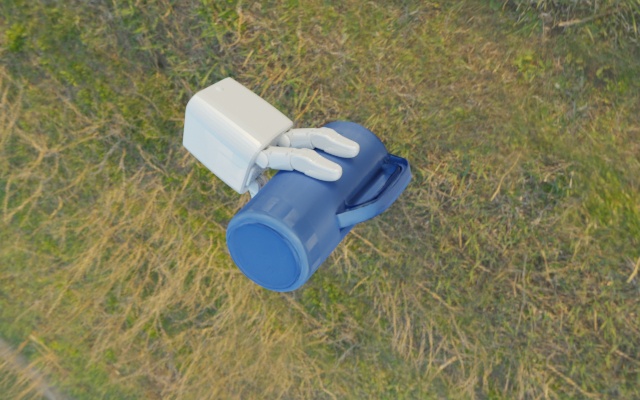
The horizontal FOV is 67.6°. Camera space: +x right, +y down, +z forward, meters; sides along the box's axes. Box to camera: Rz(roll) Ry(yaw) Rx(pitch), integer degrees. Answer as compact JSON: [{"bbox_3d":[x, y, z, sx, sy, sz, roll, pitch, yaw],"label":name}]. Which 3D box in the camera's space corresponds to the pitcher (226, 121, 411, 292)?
[{"bbox_3d":[0.000,0.002,0.604,0.149,0.145,0.242,-53,-3,41],"label":"pitcher"}]
